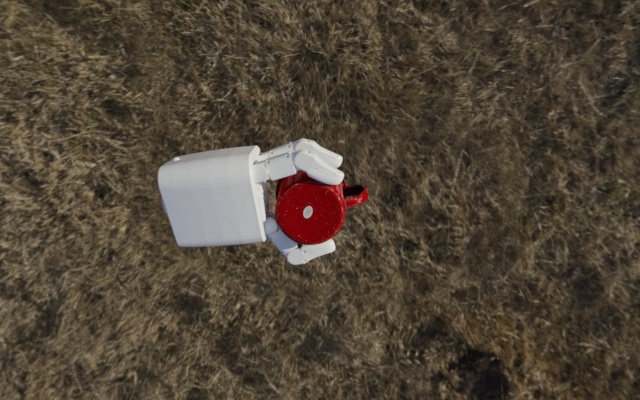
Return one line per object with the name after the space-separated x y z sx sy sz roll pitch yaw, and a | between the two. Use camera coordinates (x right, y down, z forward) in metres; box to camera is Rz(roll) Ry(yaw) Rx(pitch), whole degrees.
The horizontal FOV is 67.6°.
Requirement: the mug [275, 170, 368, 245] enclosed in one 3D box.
0.002 0.002 0.582 0.117 0.093 0.081 -7 18 2 | mug
